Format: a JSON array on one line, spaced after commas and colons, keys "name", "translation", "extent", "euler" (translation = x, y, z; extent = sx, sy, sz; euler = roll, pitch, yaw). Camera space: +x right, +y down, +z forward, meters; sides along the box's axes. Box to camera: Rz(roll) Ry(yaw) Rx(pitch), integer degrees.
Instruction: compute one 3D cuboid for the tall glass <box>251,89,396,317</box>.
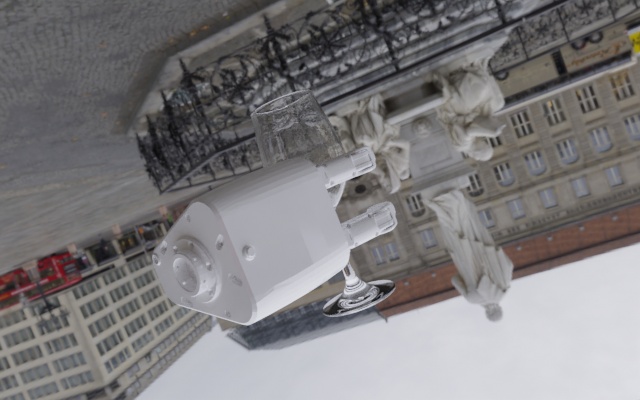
[{"name": "tall glass", "translation": [0.000, 0.002, 0.450], "extent": [0.079, 0.201, 0.079], "euler": [-21, 4, 1]}]
